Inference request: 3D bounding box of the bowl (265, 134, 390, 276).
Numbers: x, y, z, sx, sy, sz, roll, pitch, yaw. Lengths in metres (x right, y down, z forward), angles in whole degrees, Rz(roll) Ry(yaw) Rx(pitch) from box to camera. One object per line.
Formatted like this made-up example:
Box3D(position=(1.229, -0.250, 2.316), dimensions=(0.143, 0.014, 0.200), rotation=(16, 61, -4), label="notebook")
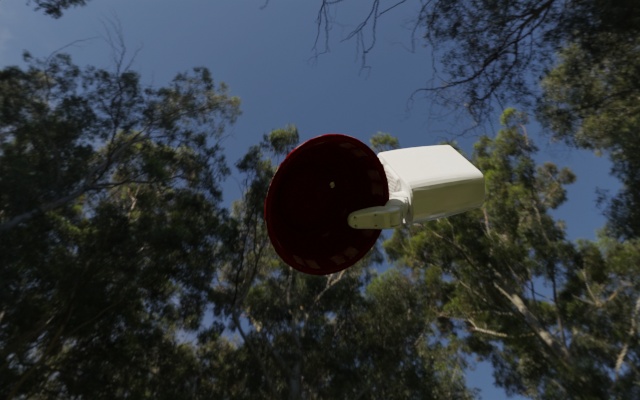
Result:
Box3D(position=(-0.001, 0.002, 0.554), dimensions=(0.162, 0.162, 0.055), rotation=(0, 11, -31), label="bowl")
